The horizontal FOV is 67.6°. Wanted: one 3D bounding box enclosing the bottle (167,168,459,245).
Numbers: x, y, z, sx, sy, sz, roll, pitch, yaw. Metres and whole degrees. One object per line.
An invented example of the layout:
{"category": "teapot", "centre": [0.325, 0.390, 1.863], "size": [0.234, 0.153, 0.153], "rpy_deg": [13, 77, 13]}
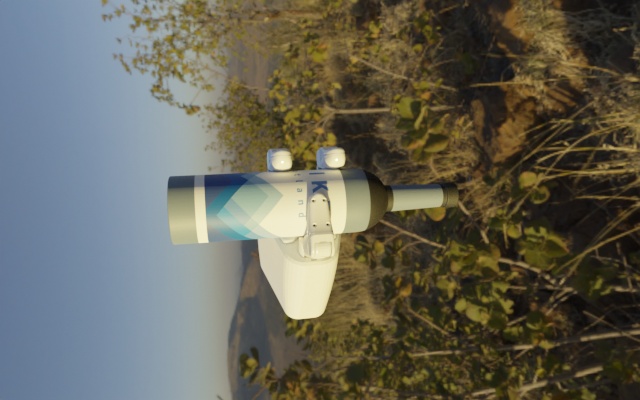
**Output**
{"category": "bottle", "centre": [0.000, 0.002, 0.490], "size": [0.296, 0.069, 0.069], "rpy_deg": [-3, 1, -11]}
